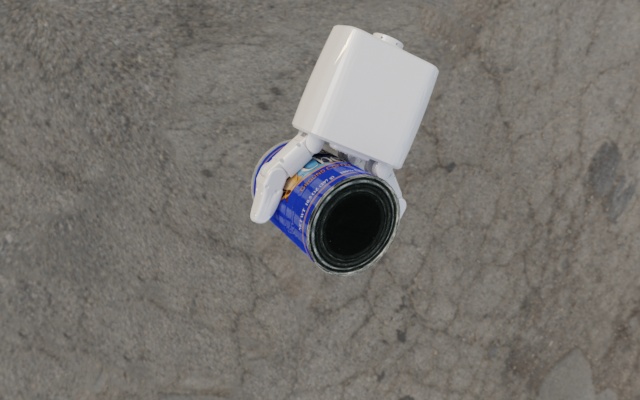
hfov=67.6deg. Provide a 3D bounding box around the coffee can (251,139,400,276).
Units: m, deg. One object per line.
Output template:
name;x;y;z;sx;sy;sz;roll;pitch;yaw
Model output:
coffee can;0.000;0.002;0.500;0.103;0.103;0.140;0;20;-30
